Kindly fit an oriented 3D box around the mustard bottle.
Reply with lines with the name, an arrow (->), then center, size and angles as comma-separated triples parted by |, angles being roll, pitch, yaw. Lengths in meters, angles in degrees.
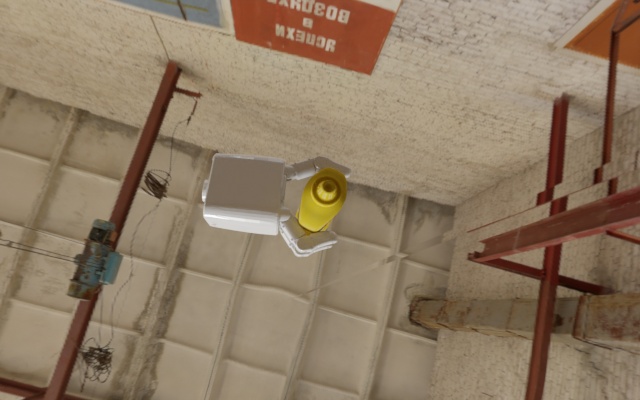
mustard bottle -> 0.000, 0.002, 0.697 | 0.058, 0.096, 0.192 | 30, -13, 1
